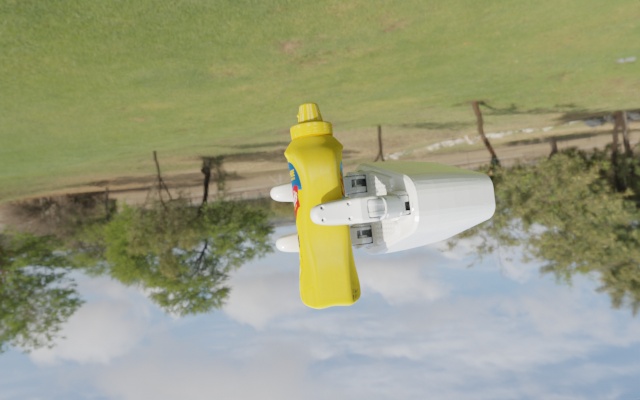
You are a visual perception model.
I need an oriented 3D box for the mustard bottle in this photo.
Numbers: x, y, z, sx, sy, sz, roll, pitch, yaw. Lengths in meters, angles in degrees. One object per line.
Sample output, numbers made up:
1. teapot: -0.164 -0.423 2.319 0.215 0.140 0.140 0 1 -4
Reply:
1. mustard bottle: 0.000 0.002 0.463 0.058 0.191 0.096 -6 -1 -2
